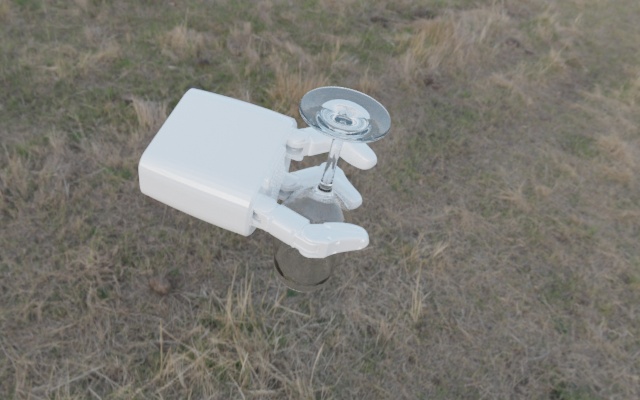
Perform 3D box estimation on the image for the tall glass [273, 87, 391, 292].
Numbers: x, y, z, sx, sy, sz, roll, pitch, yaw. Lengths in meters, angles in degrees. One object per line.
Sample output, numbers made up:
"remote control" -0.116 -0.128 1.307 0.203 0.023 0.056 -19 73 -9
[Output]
"tall glass" 0.000 0.001 0.441 0.079 0.201 0.079 8 43 -8
